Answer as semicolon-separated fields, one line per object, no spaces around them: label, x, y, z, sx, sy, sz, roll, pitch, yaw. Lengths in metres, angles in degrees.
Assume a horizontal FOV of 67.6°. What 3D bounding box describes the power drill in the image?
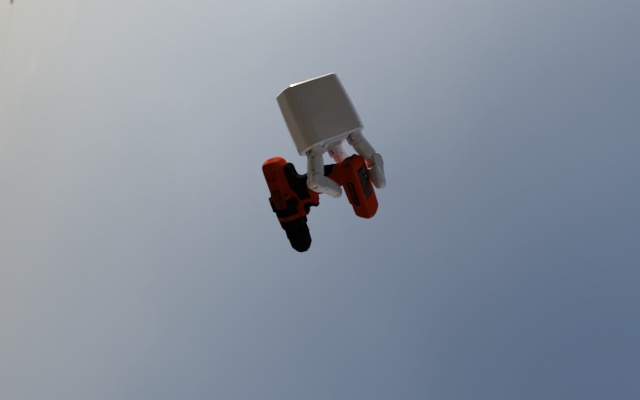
power drill;0.000;0.002;0.825;0.187;0.184;0.057;-9;22;28
